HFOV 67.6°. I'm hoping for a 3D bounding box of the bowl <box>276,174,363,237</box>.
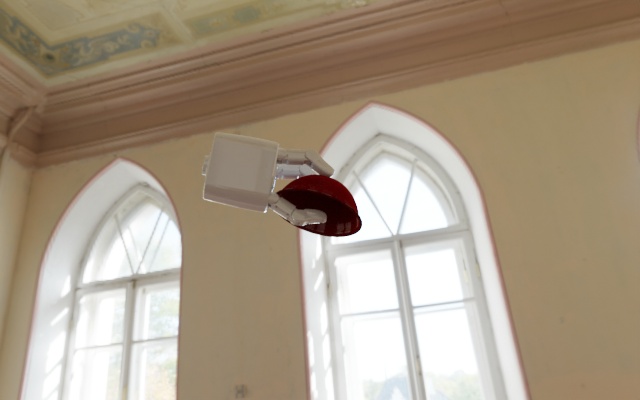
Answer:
[{"bbox_3d":[0.001,0.003,0.825,0.162,0.055,0.162,14,-28,8],"label":"bowl"}]
